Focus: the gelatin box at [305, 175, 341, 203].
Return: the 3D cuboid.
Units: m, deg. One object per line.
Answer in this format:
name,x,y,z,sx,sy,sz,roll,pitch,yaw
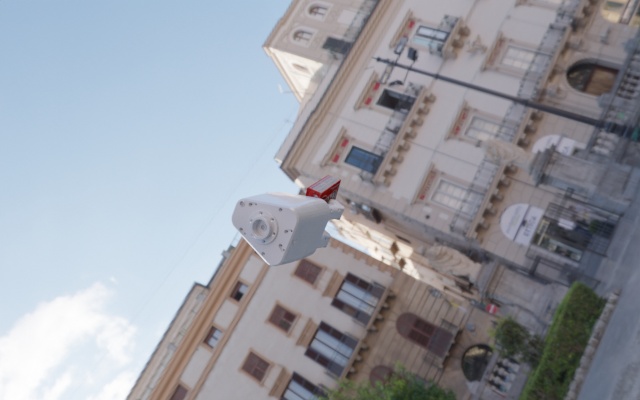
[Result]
gelatin box,0.000,0.002,0.840,0.030,0.073,0.089,23,26,17
